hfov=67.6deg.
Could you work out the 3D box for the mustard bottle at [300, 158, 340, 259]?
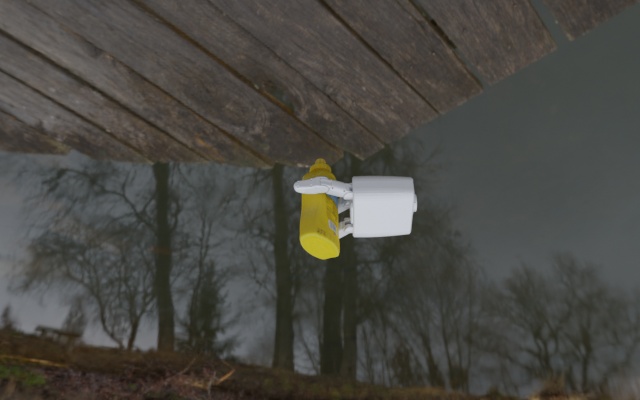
[{"bbox_3d":[0.000,0.003,0.869,0.058,0.191,0.096,-16,-37,23],"label":"mustard bottle"}]
